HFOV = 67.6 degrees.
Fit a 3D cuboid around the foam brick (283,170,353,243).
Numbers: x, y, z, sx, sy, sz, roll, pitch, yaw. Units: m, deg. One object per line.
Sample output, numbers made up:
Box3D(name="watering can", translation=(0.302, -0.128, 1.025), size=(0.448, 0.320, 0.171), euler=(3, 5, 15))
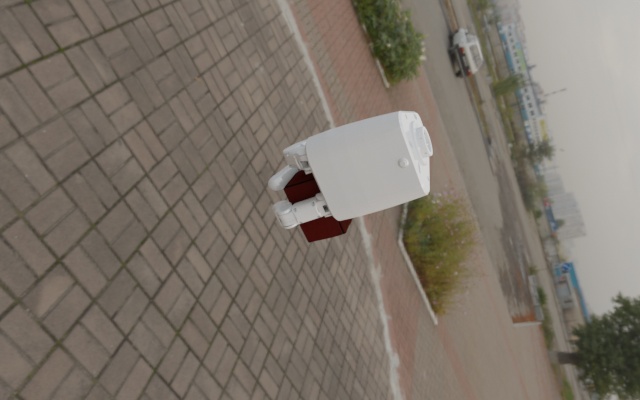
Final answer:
Box3D(name="foam brick", translation=(0.000, 0.002, 0.572), size=(0.051, 0.078, 0.053), euler=(-15, 20, 24))
